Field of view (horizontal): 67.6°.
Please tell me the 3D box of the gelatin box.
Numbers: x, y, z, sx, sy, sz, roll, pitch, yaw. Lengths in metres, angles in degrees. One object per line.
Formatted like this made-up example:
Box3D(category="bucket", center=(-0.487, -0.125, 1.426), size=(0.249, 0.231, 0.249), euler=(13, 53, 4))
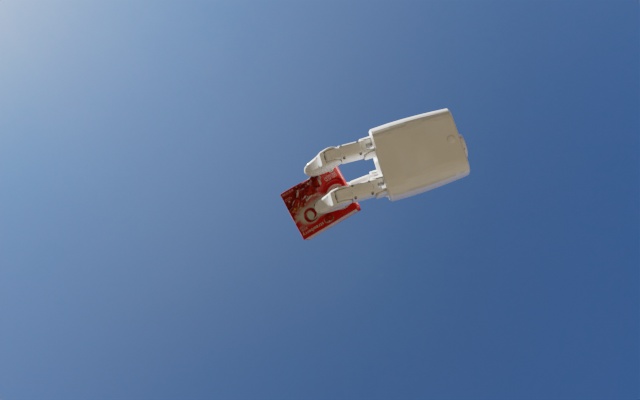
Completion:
Box3D(category="gelatin box", center=(0.000, 0.002, 0.661), size=(0.089, 0.073, 0.030), euler=(-30, -13, 8))
